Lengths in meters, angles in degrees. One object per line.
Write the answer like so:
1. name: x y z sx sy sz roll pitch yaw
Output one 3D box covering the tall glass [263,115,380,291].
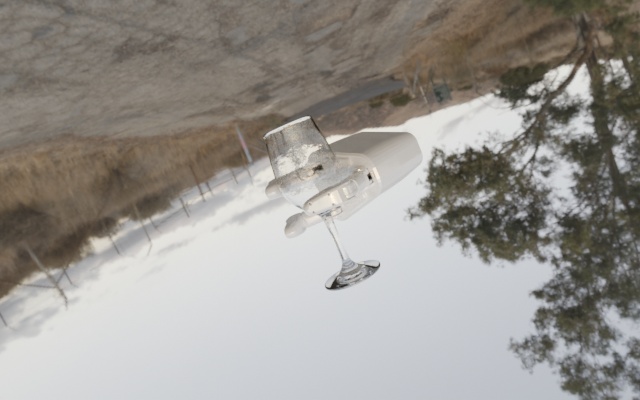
1. tall glass: 0.000 0.003 0.574 0.079 0.201 0.079 -23 8 4
